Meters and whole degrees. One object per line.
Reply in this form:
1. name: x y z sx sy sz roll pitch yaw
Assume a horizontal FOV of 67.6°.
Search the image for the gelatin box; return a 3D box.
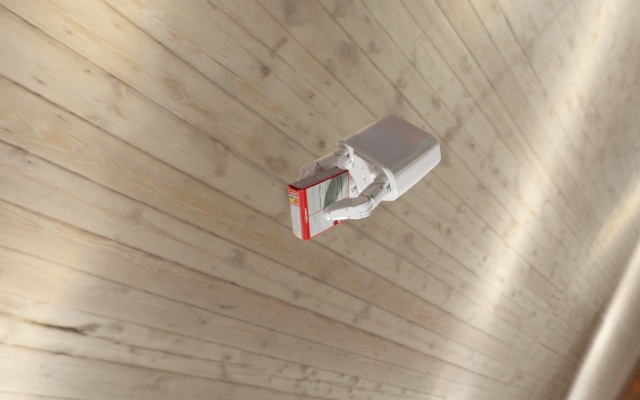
1. gelatin box: 0.000 0.002 0.633 0.030 0.073 0.089 20 34 41
